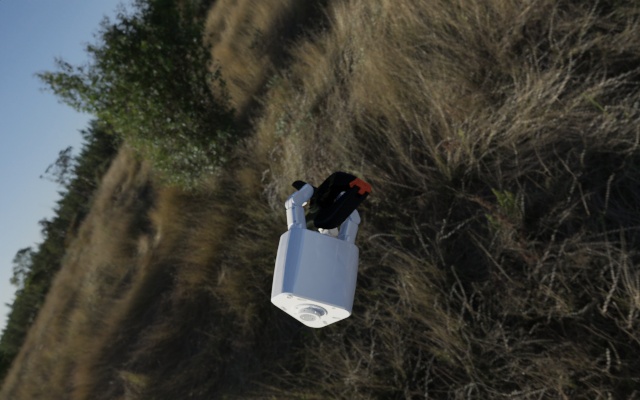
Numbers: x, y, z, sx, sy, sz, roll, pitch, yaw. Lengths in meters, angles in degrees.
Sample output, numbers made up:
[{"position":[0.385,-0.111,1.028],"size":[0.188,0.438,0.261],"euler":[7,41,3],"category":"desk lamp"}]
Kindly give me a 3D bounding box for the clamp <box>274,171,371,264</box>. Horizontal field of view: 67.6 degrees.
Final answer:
[{"position":[0.000,0.002,0.759],"size":[0.036,0.164,0.210],"euler":[27,-40,-28],"category":"clamp"}]
